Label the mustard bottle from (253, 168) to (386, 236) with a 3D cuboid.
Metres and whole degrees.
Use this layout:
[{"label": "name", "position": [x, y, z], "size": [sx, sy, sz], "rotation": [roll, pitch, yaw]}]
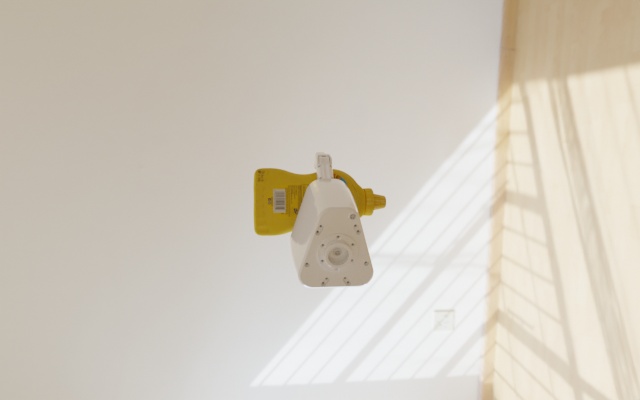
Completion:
[{"label": "mustard bottle", "position": [0.000, 0.002, 0.691], "size": [0.191, 0.096, 0.058], "rotation": [0, -5, -7]}]
